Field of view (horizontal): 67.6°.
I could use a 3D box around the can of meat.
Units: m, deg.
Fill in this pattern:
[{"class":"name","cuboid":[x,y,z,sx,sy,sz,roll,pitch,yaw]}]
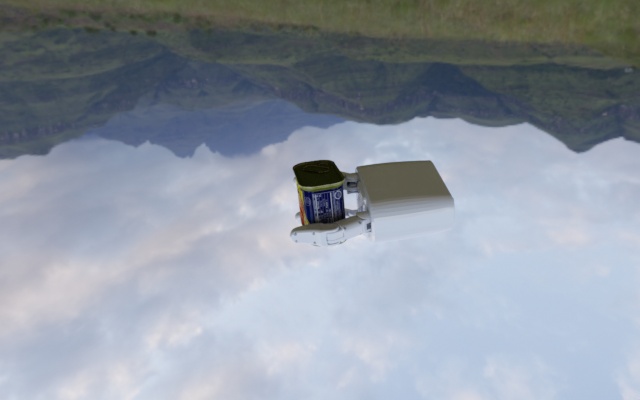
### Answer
[{"class":"can of meat","cuboid":[0.000,0.002,0.622,0.057,0.084,0.102,-9,22,-7]}]
